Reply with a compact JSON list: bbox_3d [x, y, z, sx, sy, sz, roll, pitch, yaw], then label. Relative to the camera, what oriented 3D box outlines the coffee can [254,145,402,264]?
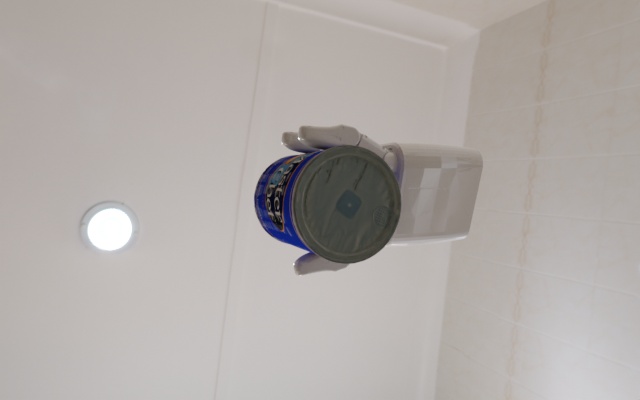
[{"bbox_3d":[0.000,0.002,0.474,0.103,0.103,0.140,0,2,-22],"label":"coffee can"}]
